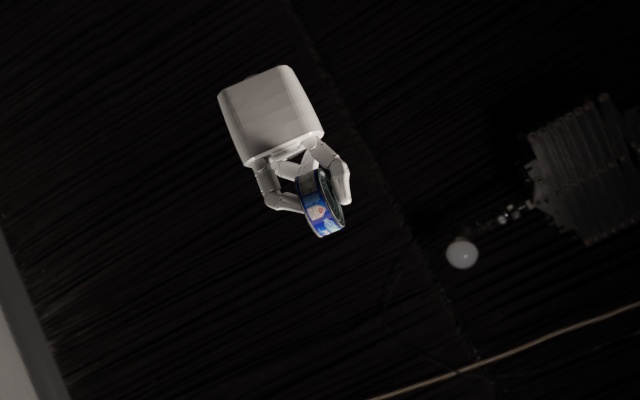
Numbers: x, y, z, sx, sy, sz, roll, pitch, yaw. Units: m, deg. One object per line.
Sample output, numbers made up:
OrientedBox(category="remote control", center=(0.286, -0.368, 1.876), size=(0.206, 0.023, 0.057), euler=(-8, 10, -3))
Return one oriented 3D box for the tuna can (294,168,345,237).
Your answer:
OrientedBox(category="tuna can", center=(0.001, 0.002, 0.618), size=(0.034, 0.086, 0.086), euler=(-23, -5, 12))
